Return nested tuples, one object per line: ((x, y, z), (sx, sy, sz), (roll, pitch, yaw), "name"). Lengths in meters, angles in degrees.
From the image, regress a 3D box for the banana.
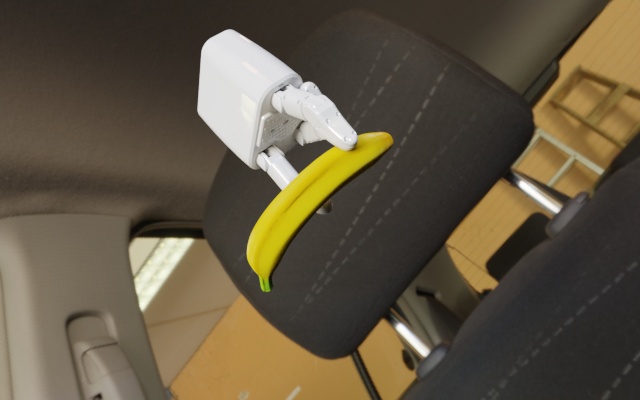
((-0.008, -0.001, 0.449), (0.037, 0.198, 0.070), (41, -1, 24), "banana")
